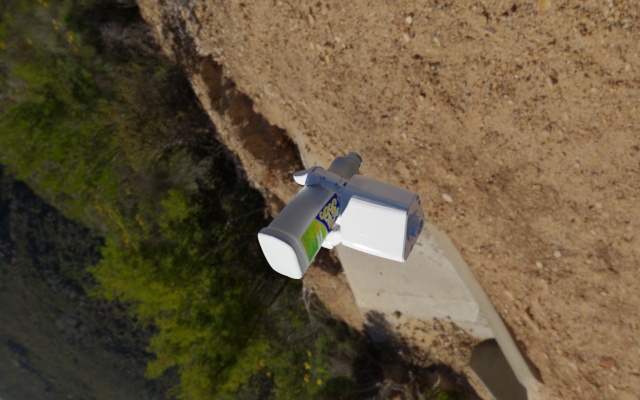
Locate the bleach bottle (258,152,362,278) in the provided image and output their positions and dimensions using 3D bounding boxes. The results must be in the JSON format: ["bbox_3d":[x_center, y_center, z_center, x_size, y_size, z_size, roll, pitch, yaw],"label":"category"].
[{"bbox_3d":[0.000,0.003,0.785,0.068,0.103,0.250,16,52,27],"label":"bleach bottle"}]
